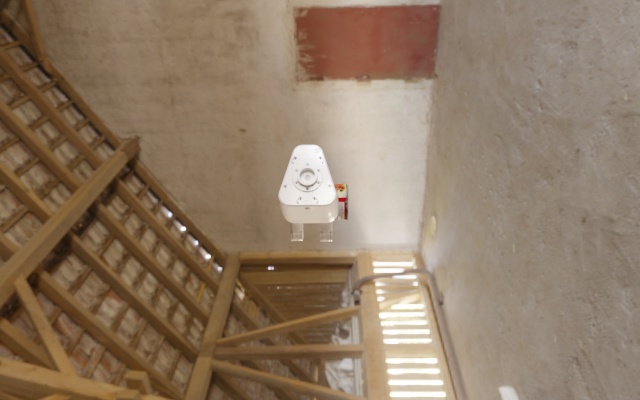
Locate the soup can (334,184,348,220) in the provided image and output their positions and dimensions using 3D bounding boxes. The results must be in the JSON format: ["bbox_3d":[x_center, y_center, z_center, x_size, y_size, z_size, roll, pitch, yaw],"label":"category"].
[{"bbox_3d":[0.000,0.003,0.889,0.102,0.068,0.068,0,0,2],"label":"soup can"}]
